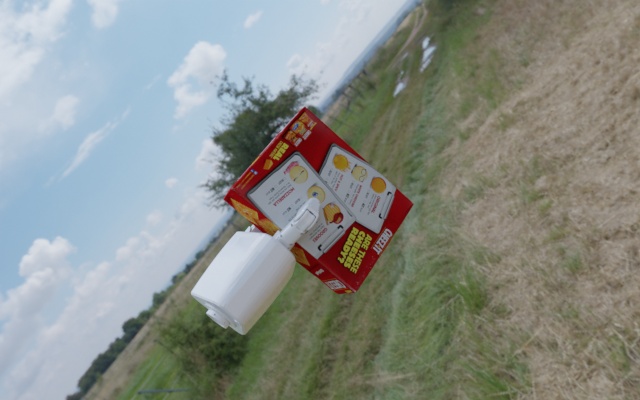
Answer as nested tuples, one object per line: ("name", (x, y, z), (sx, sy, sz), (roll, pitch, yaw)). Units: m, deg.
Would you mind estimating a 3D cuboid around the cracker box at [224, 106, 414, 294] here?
("cracker box", (0.000, 0.002, 0.672), (0.214, 0.164, 0.072), (41, -23, -8))
